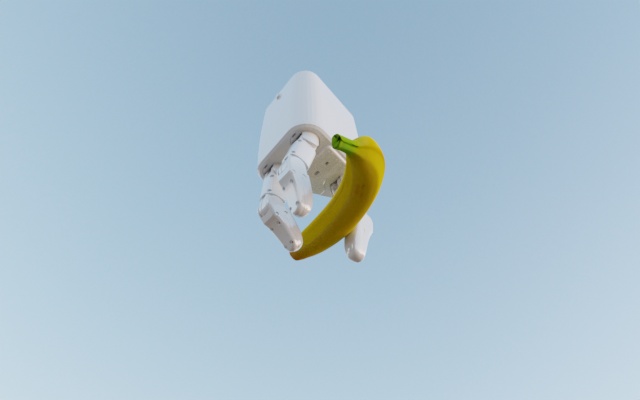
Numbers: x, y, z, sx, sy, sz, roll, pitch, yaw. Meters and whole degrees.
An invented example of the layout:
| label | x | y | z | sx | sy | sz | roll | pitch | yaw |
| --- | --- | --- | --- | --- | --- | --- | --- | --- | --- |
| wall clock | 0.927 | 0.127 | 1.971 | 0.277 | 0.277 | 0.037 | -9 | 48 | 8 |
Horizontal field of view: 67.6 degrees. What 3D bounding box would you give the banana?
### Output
| label | x | y | z | sx | sy | sz | roll | pitch | yaw |
| --- | --- | --- | --- | --- | --- | --- | --- | --- | --- |
| banana | 0.019 | -0.001 | 0.464 | 0.069 | 0.037 | 0.198 | -1 | -36 | -17 |
